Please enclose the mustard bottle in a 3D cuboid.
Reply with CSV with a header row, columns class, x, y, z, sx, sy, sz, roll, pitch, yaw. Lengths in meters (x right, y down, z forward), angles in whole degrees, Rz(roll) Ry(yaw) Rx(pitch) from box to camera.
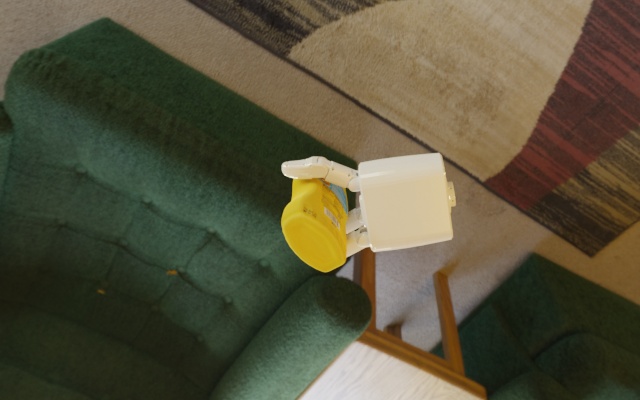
class,x,y,z,sx,sy,sz,roll,pitch,yaw
mustard bottle,0.000,0.002,0.649,0.058,0.096,0.191,-32,25,23
